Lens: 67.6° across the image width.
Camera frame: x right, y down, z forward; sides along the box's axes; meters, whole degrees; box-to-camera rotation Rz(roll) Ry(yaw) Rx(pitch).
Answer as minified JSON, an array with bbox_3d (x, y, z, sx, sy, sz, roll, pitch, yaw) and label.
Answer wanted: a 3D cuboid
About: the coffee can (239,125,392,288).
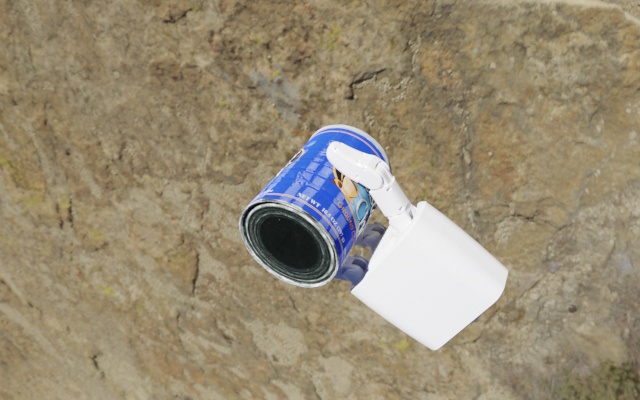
[{"bbox_3d":[0.000,0.001,0.479,0.103,0.103,0.140,0,35,32],"label":"coffee can"}]
